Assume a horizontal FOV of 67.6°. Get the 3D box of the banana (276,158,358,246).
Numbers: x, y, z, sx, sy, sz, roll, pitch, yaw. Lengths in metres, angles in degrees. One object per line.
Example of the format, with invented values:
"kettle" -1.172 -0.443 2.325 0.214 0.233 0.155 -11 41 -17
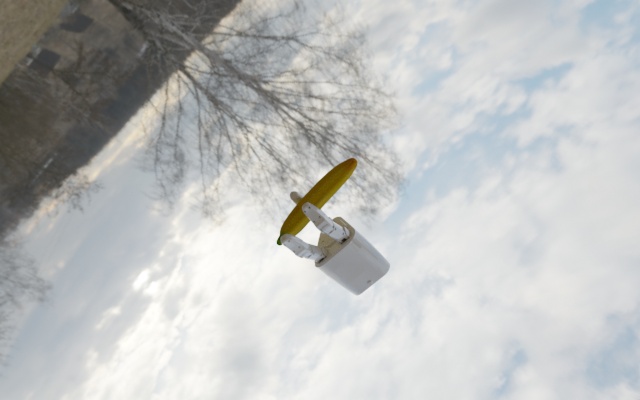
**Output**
"banana" -0.008 0.003 0.836 0.037 0.198 0.069 42 -5 -18
